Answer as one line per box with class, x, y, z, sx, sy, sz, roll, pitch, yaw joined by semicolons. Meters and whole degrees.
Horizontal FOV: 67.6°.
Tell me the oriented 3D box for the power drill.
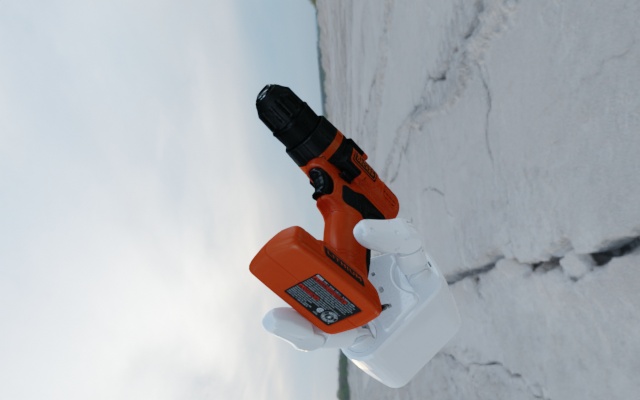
power drill;0.000;0.002;0.409;0.057;0.187;0.184;-33;-64;32
